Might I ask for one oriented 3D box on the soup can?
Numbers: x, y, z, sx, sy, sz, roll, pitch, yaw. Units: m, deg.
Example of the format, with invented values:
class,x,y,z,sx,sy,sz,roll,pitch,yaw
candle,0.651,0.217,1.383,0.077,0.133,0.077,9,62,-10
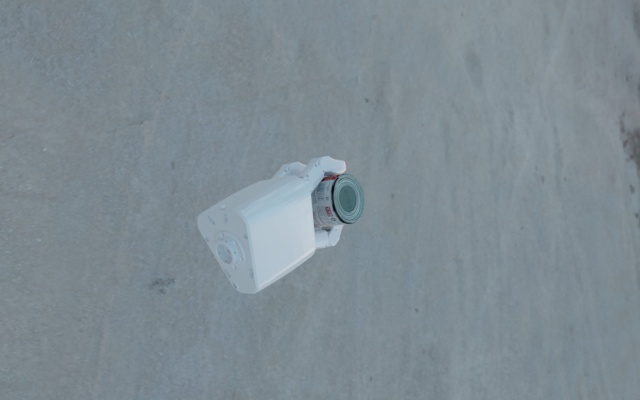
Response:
class,x,y,z,sx,sy,sz,roll,pitch,yaw
soup can,0.001,0.002,0.649,0.102,0.068,0.068,-7,-5,42
